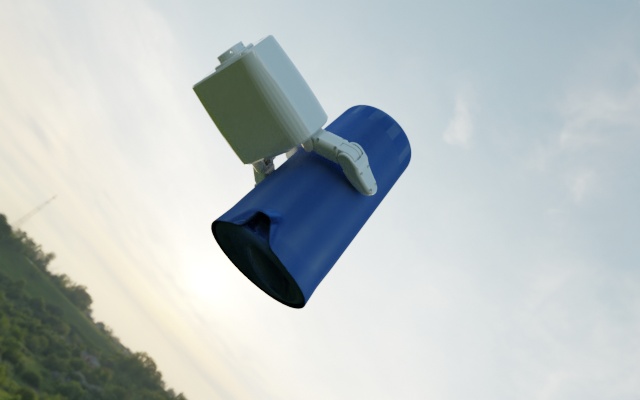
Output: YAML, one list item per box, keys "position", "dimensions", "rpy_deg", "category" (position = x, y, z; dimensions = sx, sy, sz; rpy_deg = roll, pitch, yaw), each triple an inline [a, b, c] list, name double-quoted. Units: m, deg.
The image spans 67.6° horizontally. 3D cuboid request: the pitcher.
- position: [0.000, 0.002, 0.569]
  dimensions: [0.242, 0.145, 0.149]
  rpy_deg: [-46, 24, -27]
  category: "pitcher"
